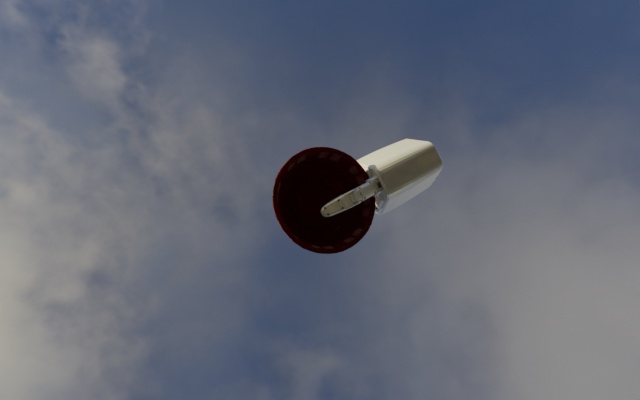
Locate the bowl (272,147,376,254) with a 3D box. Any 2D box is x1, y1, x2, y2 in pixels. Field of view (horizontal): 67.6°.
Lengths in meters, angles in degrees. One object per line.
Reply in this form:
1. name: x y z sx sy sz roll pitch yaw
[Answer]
1. bowl: -0.001 0.003 0.732 0.162 0.162 0.055 0 -9 -19
